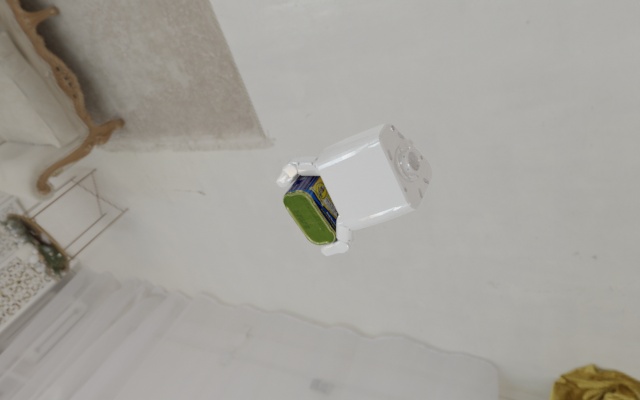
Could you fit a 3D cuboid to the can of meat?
[{"bbox_3d":[0.000,0.002,0.700,0.057,0.102,0.084,-15,29,39],"label":"can of meat"}]
